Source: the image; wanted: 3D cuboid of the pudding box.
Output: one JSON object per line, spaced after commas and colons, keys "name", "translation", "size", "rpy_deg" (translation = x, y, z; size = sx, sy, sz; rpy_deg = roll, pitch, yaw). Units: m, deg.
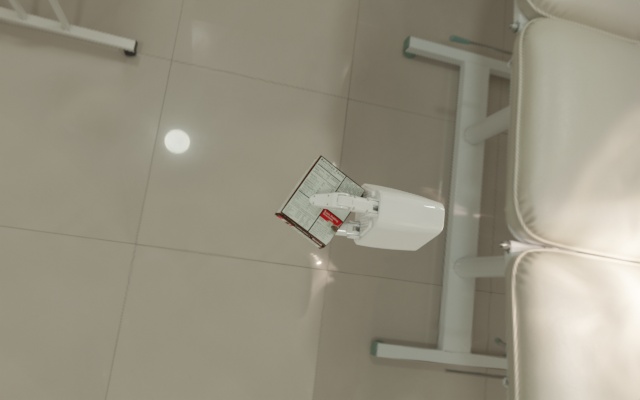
{"name": "pudding box", "translation": [0.000, 0.002, 0.721], "size": [0.090, 0.113, 0.039], "rpy_deg": [38, -17, -8]}
